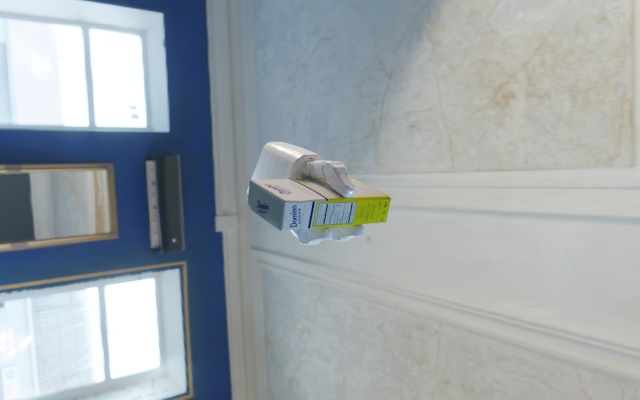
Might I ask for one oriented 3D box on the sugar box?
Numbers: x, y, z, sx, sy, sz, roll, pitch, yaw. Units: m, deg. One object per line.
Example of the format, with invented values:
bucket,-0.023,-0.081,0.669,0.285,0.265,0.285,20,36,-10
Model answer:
sugar box,0.000,0.003,0.646,0.176,0.048,0.093,-5,21,-35
